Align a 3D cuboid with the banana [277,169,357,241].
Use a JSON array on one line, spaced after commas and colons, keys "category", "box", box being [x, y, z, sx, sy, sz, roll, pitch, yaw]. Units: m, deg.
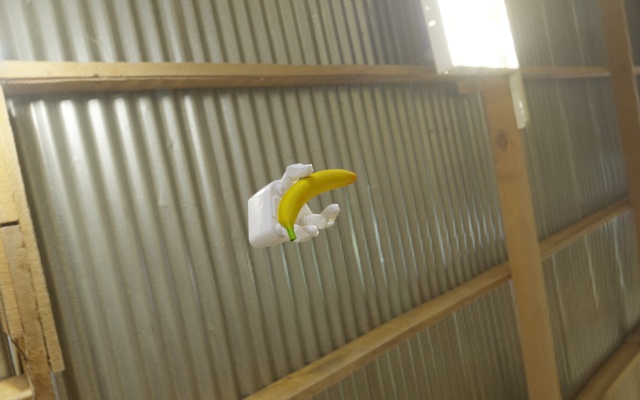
[{"category": "banana", "box": [-0.014, -0.009, 0.818, 0.197, 0.069, 0.037, -44, 2, -36]}]
